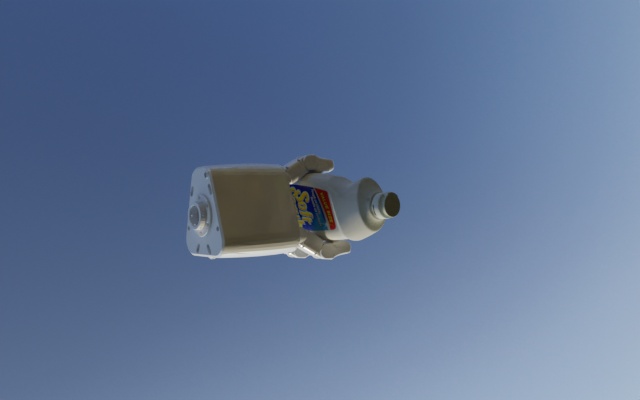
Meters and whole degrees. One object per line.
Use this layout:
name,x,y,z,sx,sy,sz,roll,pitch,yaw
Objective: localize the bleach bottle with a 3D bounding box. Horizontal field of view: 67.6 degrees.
bleach bottle,0.000,0.002,0.639,0.068,0.102,0.251,-2,-1,-41
